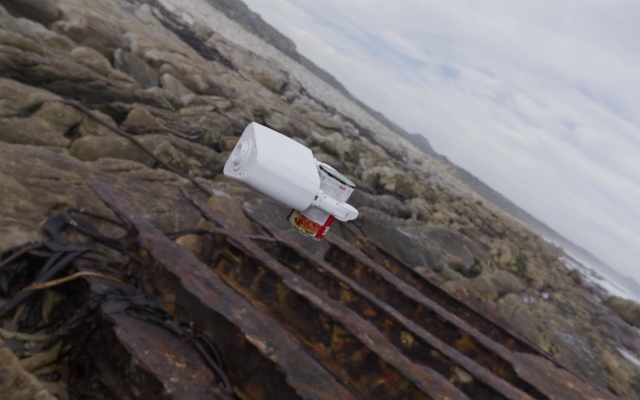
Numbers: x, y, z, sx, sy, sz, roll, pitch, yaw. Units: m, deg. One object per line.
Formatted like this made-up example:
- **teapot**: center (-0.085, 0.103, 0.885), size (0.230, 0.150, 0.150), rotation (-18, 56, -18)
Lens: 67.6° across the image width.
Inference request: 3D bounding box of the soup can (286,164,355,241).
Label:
- **soup can**: center (0.001, 0.002, 0.750), size (0.068, 0.102, 0.068), rotation (31, 10, -6)
